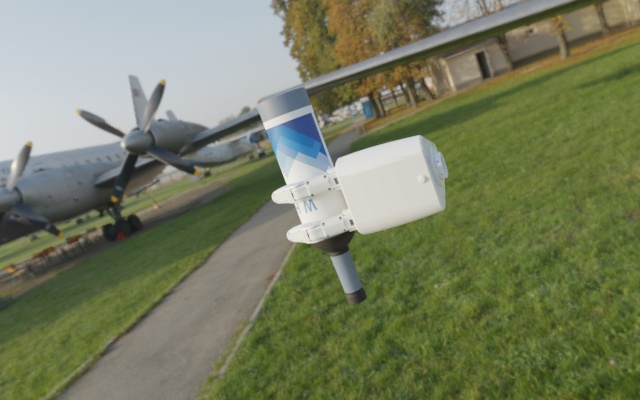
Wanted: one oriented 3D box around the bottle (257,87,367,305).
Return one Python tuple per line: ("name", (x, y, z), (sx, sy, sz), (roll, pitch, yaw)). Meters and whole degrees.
("bottle", (0.000, 0.002, 0.636), (0.069, 0.296, 0.069), (-20, 9, 3))
